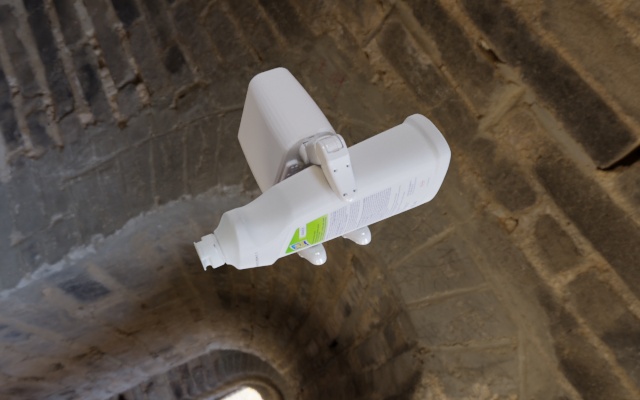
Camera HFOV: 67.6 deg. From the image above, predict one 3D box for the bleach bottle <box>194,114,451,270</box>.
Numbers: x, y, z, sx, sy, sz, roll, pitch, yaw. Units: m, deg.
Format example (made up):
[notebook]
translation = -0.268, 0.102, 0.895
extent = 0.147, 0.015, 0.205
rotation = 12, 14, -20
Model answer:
[bleach bottle]
translation = 0.000, 0.002, 0.468
extent = 0.251, 0.068, 0.103
rotation = -22, -31, -16
